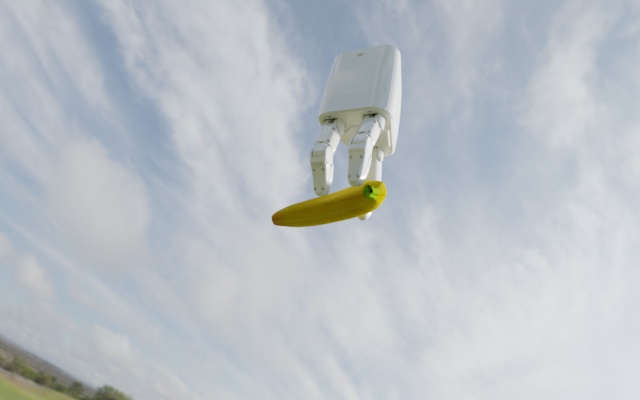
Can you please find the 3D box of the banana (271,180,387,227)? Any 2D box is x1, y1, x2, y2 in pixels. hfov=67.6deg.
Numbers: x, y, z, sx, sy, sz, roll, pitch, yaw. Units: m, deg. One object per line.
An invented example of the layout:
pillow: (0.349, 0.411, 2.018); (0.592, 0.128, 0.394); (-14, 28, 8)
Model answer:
banana: (0.017, 0.004, 0.593); (0.069, 0.037, 0.198); (11, -20, -36)
